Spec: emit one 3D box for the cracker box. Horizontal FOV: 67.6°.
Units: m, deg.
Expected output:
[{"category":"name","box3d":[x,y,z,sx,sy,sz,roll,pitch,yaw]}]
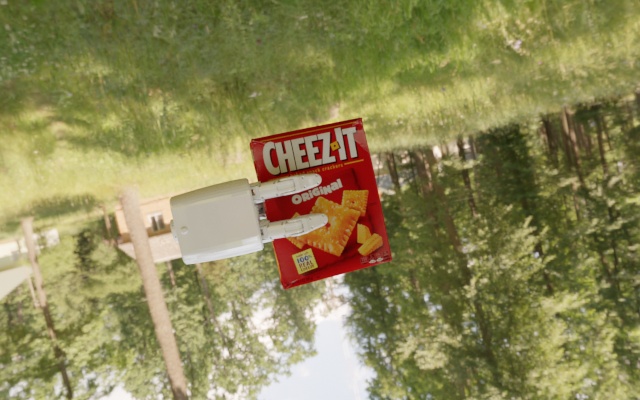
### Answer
[{"category":"cracker box","box3d":[0.000,0.002,0.688,0.164,0.214,0.072,-13,4,-9]}]
